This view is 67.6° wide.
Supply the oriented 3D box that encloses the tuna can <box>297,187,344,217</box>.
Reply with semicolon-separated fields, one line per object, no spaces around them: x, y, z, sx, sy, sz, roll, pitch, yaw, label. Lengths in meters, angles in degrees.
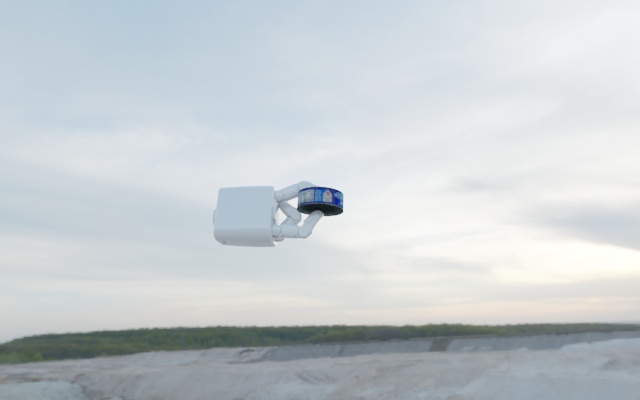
0.000;0.002;0.873;0.086;0.033;0.086;3;-17;1;tuna can
